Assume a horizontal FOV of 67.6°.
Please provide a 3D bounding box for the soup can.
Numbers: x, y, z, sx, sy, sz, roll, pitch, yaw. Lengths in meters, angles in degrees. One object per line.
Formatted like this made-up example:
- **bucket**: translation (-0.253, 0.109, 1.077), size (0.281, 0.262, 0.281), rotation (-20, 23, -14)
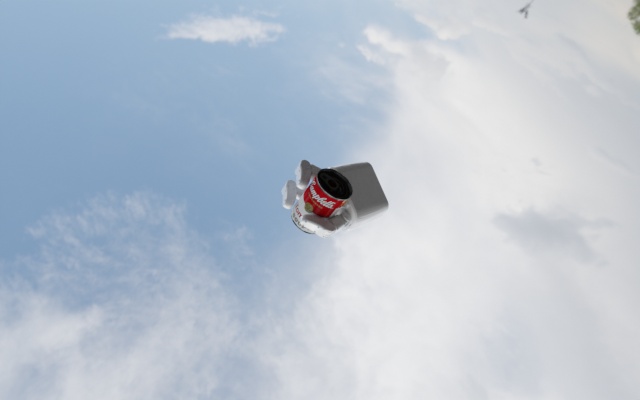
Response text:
- **soup can**: translation (0.000, 0.003, 0.820), size (0.068, 0.068, 0.102), rotation (0, -38, -37)
